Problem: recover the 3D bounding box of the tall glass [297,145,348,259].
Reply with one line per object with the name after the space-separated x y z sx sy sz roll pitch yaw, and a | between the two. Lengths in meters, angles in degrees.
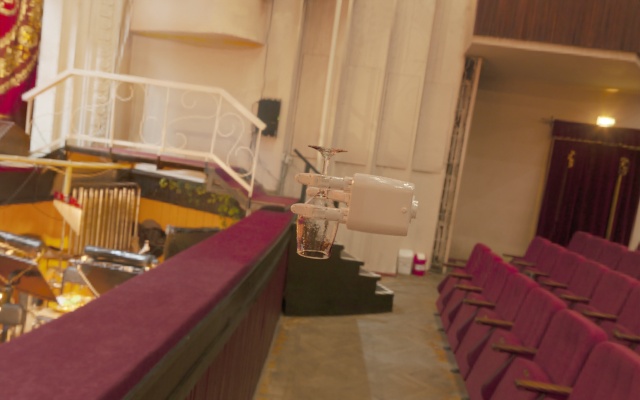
0.000 0.002 0.878 0.079 0.201 0.079 8 5 -1 | tall glass
